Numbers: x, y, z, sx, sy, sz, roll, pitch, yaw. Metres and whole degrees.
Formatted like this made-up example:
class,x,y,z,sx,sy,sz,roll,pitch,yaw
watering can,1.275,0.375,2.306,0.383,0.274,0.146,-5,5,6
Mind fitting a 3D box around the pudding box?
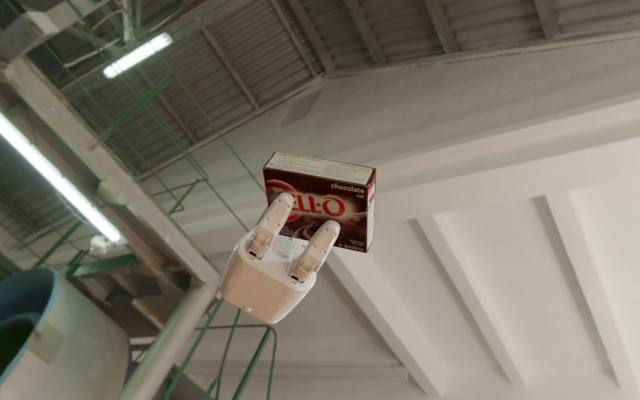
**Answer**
class,x,y,z,sx,sy,sz,roll,pitch,yaw
pudding box,0.000,0.002,0.498,0.113,0.090,0.039,9,42,15
